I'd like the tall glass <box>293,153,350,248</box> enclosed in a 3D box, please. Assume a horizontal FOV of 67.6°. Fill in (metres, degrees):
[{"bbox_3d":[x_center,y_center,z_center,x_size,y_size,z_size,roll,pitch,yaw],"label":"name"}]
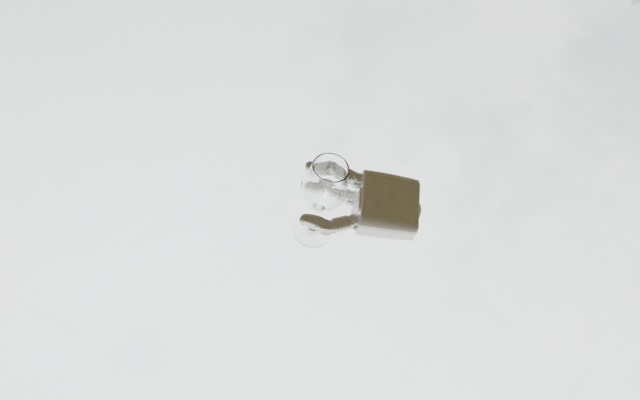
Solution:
[{"bbox_3d":[0.000,0.003,0.849,0.079,0.079,0.201,0,-35,-12],"label":"tall glass"}]
